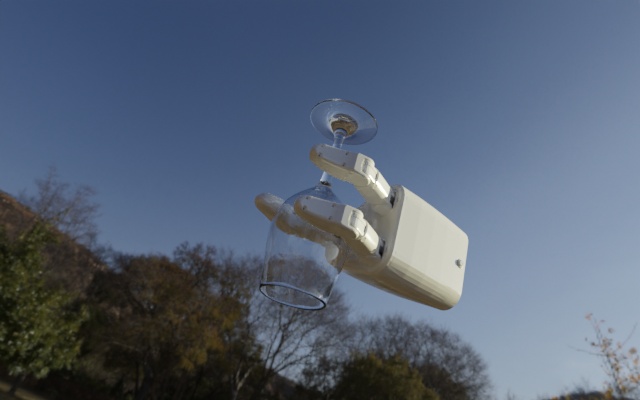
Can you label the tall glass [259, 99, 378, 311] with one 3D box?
[{"bbox_3d":[0.000,0.001,0.467,0.079,0.201,0.079,13,-27,7],"label":"tall glass"}]
